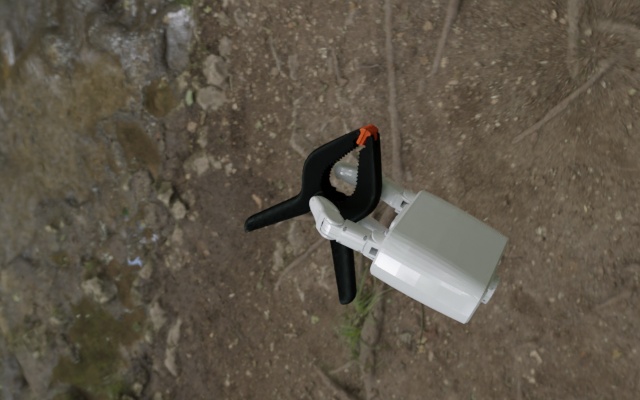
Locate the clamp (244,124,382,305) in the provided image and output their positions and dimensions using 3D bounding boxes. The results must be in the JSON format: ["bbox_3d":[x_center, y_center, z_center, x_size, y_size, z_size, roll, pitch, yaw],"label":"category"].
[{"bbox_3d":[0.000,0.002,0.547,0.164,0.210,0.036,28,27,14],"label":"clamp"}]
